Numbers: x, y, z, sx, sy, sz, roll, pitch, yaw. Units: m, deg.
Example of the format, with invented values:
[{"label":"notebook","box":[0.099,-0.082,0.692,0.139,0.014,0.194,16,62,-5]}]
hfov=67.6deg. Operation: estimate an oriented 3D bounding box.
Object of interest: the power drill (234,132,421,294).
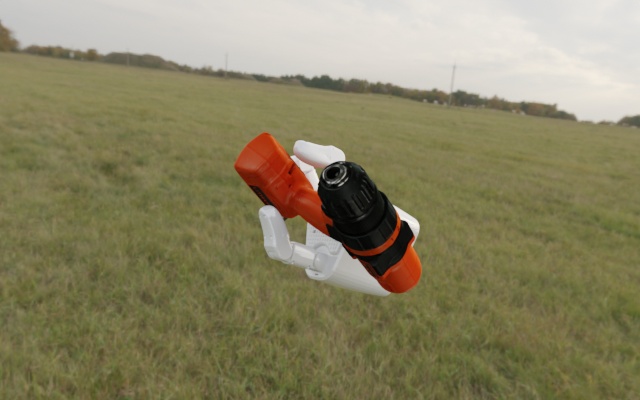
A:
[{"label":"power drill","box":[0.000,0.001,0.449,0.187,0.057,0.184,33,-15,39]}]
